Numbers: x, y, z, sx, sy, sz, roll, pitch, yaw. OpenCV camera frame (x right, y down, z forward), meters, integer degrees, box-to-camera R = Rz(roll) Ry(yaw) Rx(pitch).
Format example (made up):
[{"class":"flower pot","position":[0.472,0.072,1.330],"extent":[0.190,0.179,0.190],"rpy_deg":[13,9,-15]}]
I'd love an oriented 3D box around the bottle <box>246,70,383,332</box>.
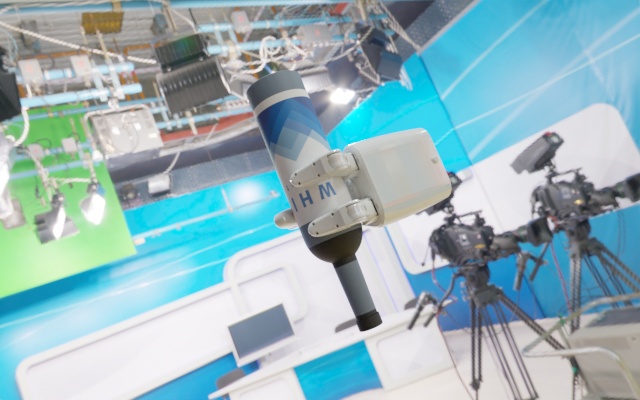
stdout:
[{"class":"bottle","position":[0.000,0.002,0.533],"extent":[0.069,0.295,0.069],"rpy_deg":[-22,-7,-3]}]
